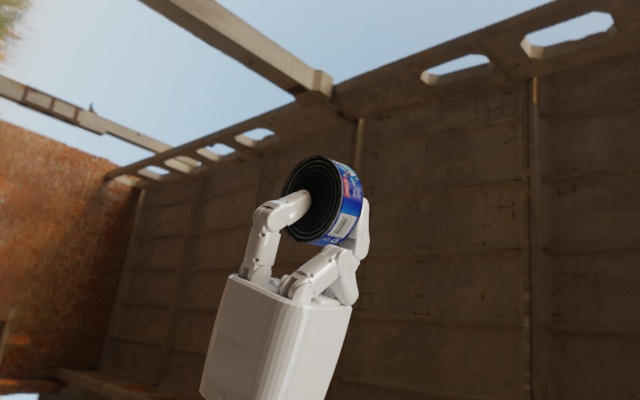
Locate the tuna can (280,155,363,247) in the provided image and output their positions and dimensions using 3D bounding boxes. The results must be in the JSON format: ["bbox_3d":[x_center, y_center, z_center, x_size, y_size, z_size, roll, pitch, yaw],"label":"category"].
[{"bbox_3d":[0.001,0.002,0.464,0.034,0.086,0.086,16,-11,-42],"label":"tuna can"}]
